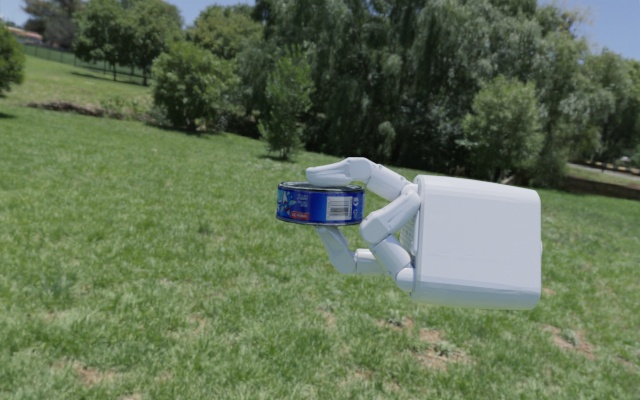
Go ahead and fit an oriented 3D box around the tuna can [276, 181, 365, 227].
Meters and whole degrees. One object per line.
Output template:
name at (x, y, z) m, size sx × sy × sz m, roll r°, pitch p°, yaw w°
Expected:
tuna can at (0.000, 0.001, 0.462) m, size 0.086 × 0.034 × 0.086 m, roll 3°, pitch 7°, yaw 0°
